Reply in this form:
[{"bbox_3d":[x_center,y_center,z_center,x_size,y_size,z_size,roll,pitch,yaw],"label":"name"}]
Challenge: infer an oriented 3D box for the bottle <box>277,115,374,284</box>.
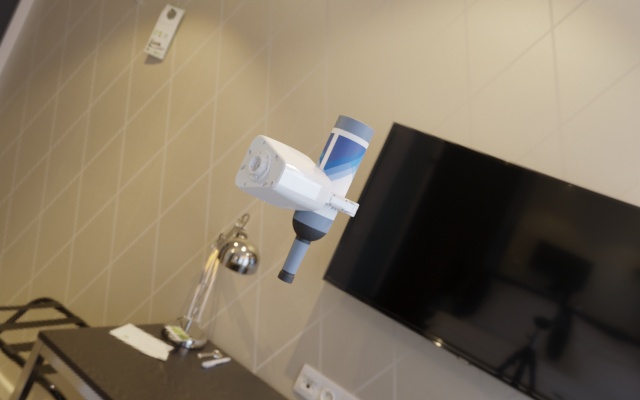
[{"bbox_3d":[0.000,0.002,0.813,0.069,0.295,0.069,25,1,0],"label":"bottle"}]
